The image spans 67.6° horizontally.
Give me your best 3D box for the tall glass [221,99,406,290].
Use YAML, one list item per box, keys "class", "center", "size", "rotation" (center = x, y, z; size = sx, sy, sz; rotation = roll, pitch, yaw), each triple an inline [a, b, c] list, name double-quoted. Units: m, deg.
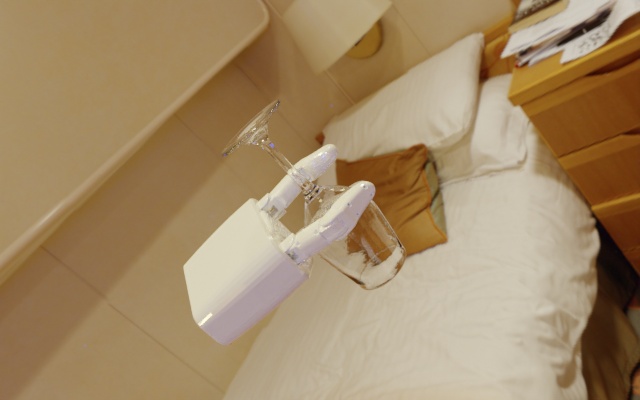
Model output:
- class: "tall glass"
  center: [0.000, 0.001, 0.469]
  size: [0.201, 0.079, 0.079]
  rotation: [46, -18, -18]
